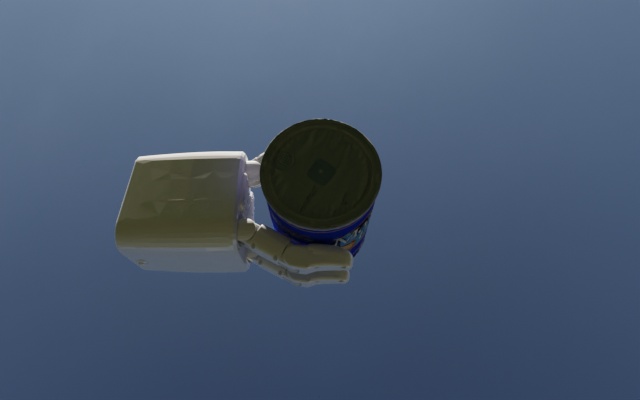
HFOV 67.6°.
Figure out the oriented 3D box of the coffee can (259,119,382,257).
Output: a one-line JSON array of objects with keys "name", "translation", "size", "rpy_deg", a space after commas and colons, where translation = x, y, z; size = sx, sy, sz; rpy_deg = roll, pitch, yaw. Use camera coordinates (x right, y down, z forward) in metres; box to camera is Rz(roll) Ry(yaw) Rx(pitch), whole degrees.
[{"name": "coffee can", "translation": [0.000, 0.001, 0.462], "size": [0.103, 0.102, 0.140], "rpy_deg": [0, -22, 0]}]
